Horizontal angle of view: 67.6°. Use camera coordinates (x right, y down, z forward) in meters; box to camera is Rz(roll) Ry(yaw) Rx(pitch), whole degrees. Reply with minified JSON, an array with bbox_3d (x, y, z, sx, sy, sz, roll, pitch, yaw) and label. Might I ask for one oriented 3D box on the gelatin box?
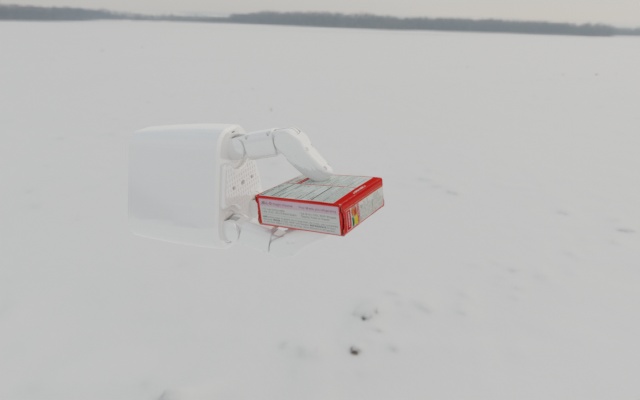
[{"bbox_3d":[0.000,0.001,0.415,0.089,0.030,0.073,5,21,33],"label":"gelatin box"}]
